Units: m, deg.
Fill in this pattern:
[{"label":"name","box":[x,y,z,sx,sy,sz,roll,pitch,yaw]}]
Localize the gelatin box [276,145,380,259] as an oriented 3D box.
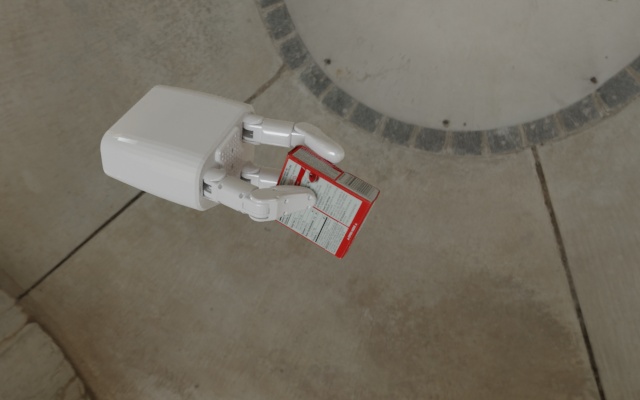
[{"label":"gelatin box","box":[0.000,0.002,0.444,0.089,0.073,0.030,31,35,9]}]
